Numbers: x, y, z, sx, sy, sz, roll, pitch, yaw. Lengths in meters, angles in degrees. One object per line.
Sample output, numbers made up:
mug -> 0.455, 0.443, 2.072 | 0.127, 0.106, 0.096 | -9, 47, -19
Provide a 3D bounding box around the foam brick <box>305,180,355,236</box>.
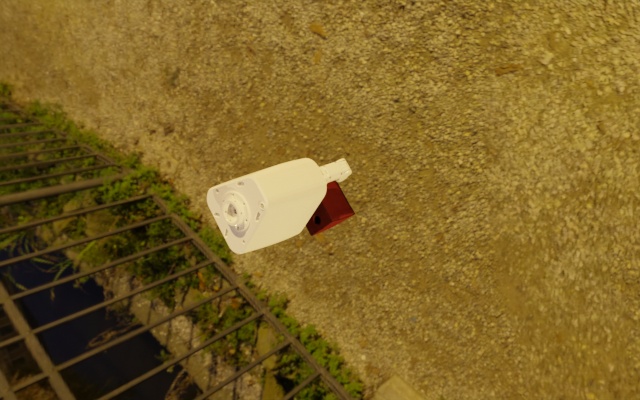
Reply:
foam brick -> 0.000, 0.002, 0.681 | 0.051, 0.078, 0.053 | -20, -12, -47
